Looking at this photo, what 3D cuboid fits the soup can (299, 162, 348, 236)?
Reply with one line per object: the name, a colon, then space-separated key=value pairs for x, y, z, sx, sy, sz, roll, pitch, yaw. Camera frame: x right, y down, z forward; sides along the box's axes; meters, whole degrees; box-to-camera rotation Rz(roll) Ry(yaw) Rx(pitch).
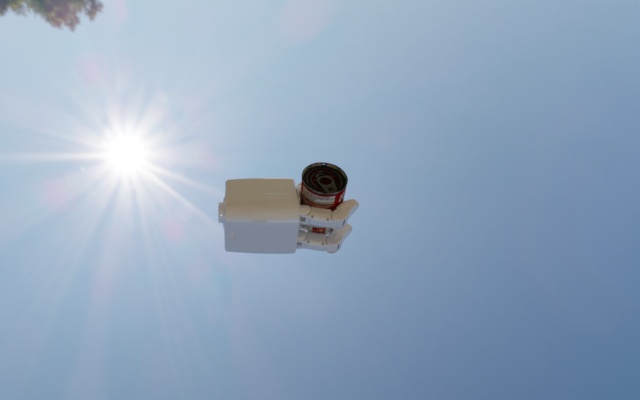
soup can: x=0.001 y=0.003 z=0.725 sx=0.068 sy=0.102 sz=0.068 roll=5 pitch=44 yaw=-5
